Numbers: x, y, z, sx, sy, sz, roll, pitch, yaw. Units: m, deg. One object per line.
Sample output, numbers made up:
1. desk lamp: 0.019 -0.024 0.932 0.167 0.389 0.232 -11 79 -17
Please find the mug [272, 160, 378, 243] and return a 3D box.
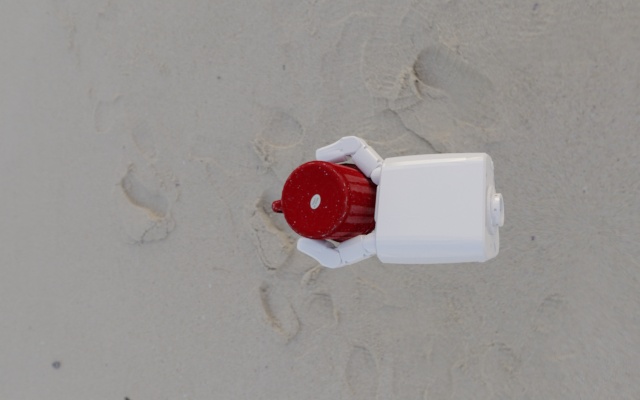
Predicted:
1. mug: -0.001 0.002 0.524 0.117 0.093 0.081 -3 -4 27
